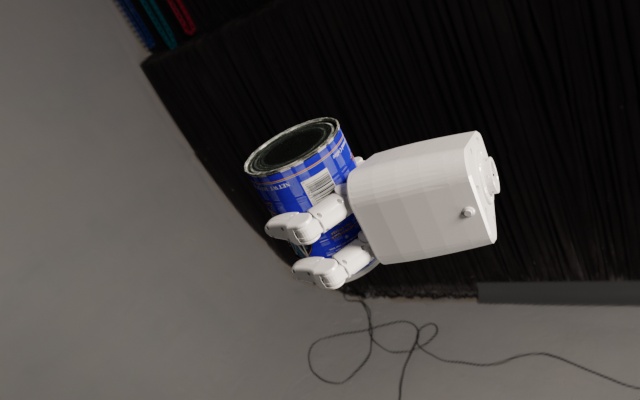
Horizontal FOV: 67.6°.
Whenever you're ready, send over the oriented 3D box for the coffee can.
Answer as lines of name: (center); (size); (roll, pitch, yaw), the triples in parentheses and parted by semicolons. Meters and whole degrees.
coffee can: (0.000, 0.002, 0.491); (0.103, 0.140, 0.102); (-22, 26, 12)
